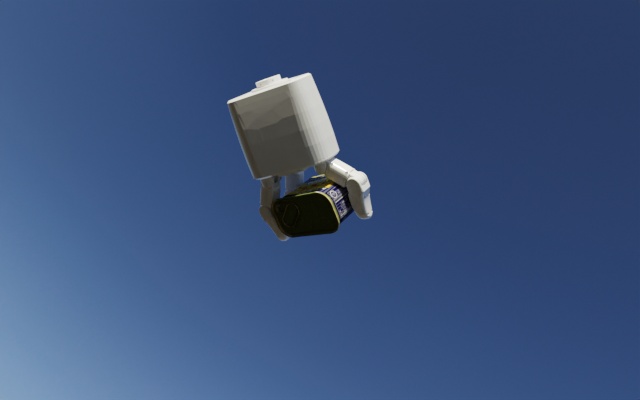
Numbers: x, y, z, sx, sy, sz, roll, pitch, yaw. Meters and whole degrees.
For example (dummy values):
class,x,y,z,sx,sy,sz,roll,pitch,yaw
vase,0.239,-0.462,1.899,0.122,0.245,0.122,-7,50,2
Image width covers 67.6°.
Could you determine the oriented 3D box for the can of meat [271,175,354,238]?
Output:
class,x,y,z,sx,sy,sz,roll,pitch,yaw
can of meat,0.000,0.002,0.634,0.102,0.057,0.084,-10,20,39
